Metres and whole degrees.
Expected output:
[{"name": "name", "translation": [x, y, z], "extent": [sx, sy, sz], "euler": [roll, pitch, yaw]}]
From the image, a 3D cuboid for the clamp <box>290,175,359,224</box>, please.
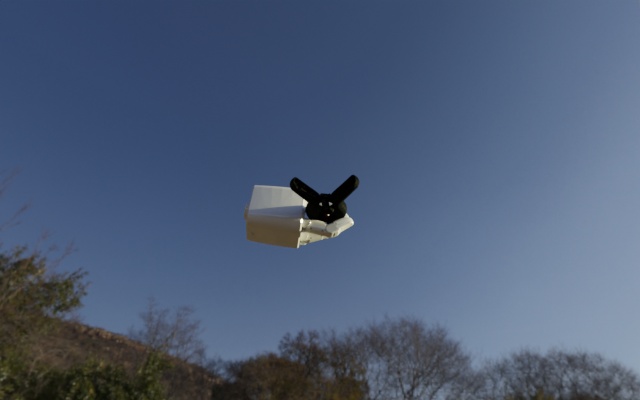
[{"name": "clamp", "translation": [0.000, 0.002, 0.889], "extent": [0.120, 0.039, 0.172], "euler": [7, -33, -3]}]
